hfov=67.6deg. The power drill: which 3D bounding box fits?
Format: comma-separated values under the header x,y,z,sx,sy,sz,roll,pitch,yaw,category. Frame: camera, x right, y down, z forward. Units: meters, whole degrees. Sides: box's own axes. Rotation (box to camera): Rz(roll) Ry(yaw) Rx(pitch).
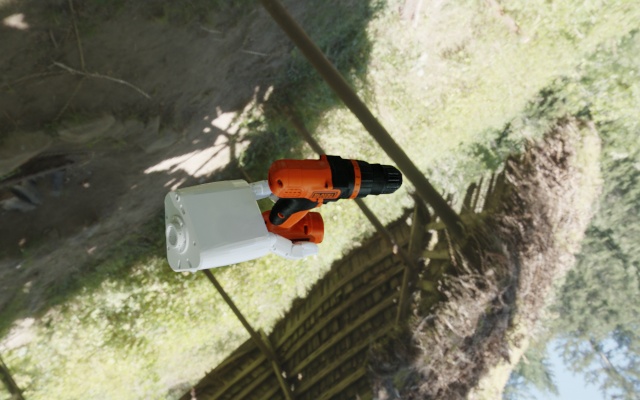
x,y,z,sx,sy,sz,roll,pitch,yaw,category
0.000,0.002,0.666,0.184,0.057,0.188,1,-29,-22,power drill
